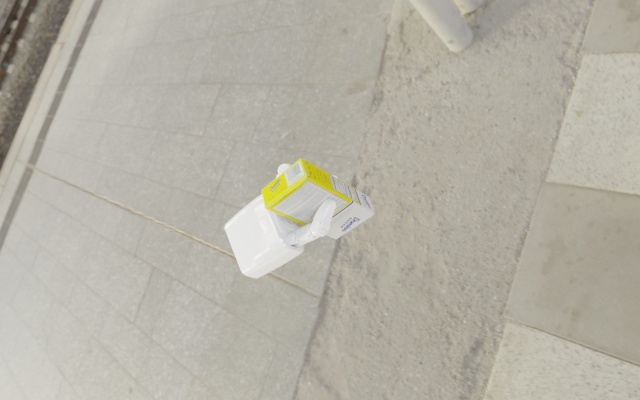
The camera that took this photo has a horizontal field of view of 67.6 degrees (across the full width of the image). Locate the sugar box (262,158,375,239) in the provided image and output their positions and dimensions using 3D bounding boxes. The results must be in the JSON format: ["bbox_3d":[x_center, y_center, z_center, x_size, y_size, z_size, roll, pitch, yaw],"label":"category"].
[{"bbox_3d":[0.000,0.002,0.784,0.093,0.048,0.176,-35,-38,25],"label":"sugar box"}]
